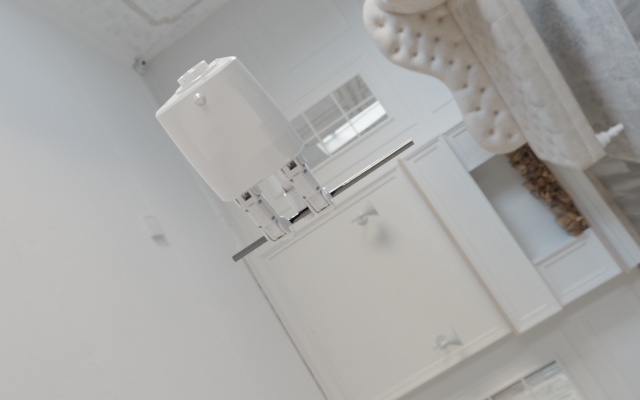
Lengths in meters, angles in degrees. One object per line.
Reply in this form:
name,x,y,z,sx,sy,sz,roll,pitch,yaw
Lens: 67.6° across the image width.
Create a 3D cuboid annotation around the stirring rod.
stirring rod,0.000,0.002,0.533,0.239,0.011,0.011,-33,-5,8
